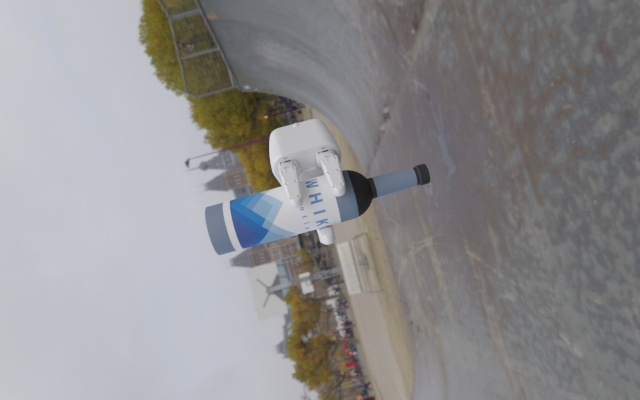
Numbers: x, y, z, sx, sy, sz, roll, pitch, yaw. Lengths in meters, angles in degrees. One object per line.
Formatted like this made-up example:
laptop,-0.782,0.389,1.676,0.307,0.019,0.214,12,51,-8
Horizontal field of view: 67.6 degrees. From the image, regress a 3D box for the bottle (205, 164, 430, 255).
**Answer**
bottle,0.000,0.002,0.634,0.296,0.069,0.069,-15,0,-2
